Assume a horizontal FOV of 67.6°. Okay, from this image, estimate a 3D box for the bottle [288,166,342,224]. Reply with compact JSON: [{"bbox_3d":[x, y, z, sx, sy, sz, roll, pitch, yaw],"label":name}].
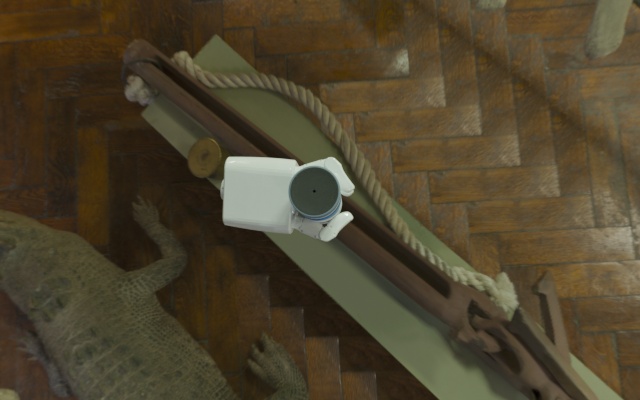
[{"bbox_3d":[0.000,0.002,0.751,0.069,0.069,0.296,0,-6,3],"label":"bottle"}]
